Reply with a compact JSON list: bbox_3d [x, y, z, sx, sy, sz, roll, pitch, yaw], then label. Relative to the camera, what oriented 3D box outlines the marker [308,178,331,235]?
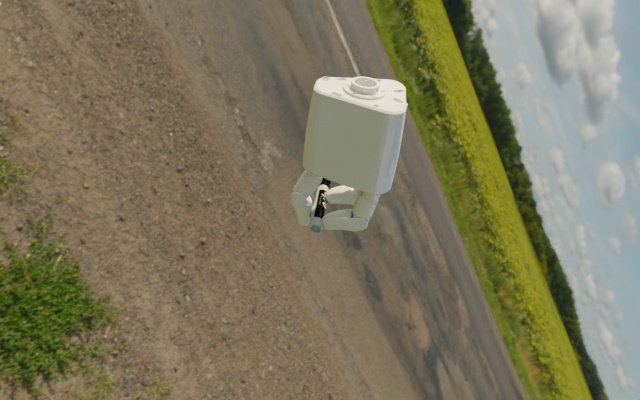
[{"bbox_3d":[0.000,0.002,0.659,0.020,0.020,0.121,0,36,8],"label":"marker"}]
